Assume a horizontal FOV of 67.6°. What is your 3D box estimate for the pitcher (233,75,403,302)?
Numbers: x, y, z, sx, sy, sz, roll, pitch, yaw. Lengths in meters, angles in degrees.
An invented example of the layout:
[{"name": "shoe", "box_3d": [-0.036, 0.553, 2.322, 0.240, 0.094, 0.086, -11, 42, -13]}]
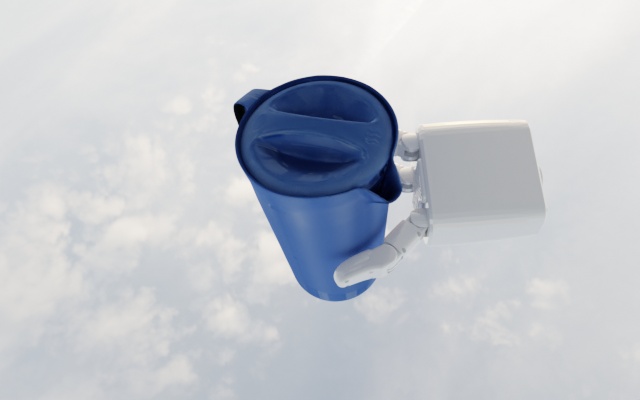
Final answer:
[{"name": "pitcher", "box_3d": [0.000, 0.002, 0.483, 0.145, 0.149, 0.243, -6, -34, 2]}]
